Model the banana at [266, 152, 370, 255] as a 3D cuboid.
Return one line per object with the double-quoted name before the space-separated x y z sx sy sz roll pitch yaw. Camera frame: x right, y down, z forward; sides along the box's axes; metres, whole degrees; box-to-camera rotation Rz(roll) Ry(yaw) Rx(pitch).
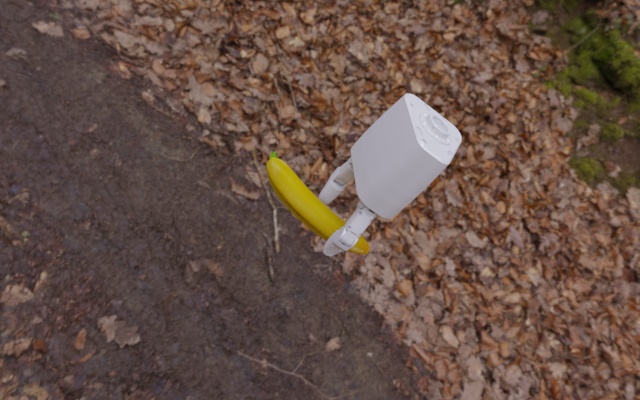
"banana" -0.011 0.005 0.644 0.037 0.198 0.069 -48 -9 34
